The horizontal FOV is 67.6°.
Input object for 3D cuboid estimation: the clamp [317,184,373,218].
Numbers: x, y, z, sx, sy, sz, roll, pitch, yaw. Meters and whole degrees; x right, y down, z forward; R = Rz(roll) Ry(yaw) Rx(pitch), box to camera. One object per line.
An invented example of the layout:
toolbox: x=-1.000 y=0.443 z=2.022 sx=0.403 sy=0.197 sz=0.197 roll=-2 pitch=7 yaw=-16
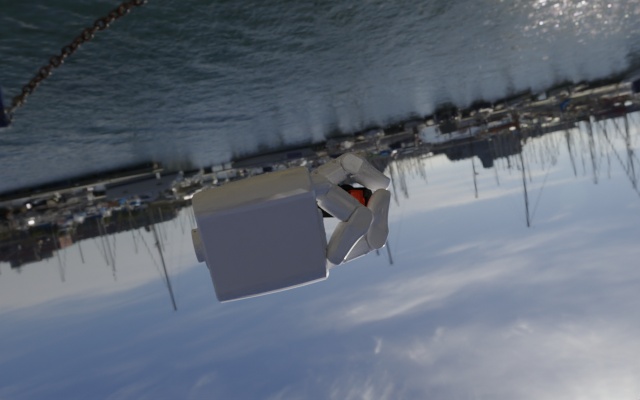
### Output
clamp: x=0.000 y=0.002 z=0.548 sx=0.120 sy=0.039 sz=0.171 roll=-14 pitch=3 yaw=-9
